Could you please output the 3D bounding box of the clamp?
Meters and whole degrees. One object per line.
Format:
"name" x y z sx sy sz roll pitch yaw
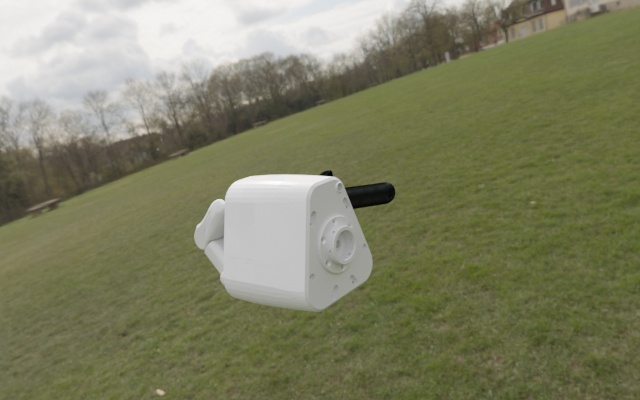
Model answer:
"clamp" 0.000 0.001 0.542 0.120 0.039 0.171 4 22 42
